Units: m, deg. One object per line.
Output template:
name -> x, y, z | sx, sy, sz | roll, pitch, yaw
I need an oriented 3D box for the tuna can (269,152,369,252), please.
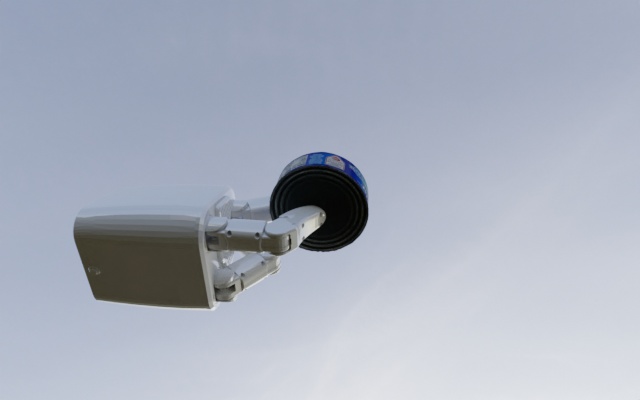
tuna can -> 0.000, 0.001, 0.423 | 0.086, 0.086, 0.033 | 0, 29, 7
